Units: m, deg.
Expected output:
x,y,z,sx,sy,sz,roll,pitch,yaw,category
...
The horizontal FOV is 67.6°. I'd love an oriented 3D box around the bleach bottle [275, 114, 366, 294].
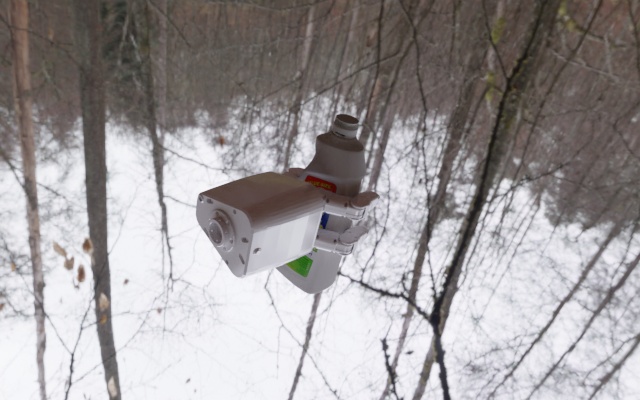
x,y,z,sx,sy,sz,roll,pitch,yaw,category
0.000,0.002,0.640,0.068,0.251,0.102,-19,44,-42,bleach bottle
